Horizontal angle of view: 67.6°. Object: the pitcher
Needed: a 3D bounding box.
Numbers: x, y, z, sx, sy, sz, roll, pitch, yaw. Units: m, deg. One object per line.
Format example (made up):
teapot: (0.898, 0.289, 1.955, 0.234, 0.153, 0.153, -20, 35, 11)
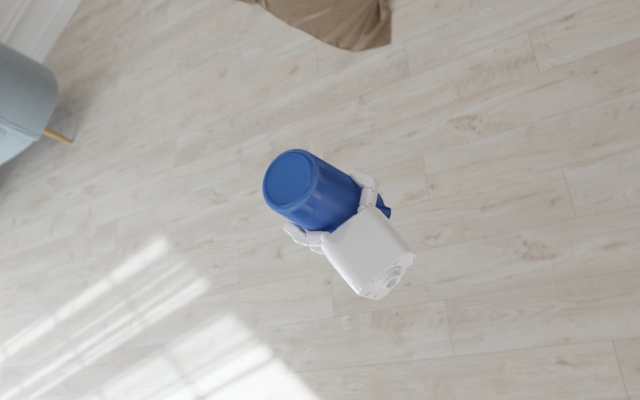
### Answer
pitcher: (0.000, 0.003, 0.841, 0.145, 0.149, 0.243, 51, 12, 34)
